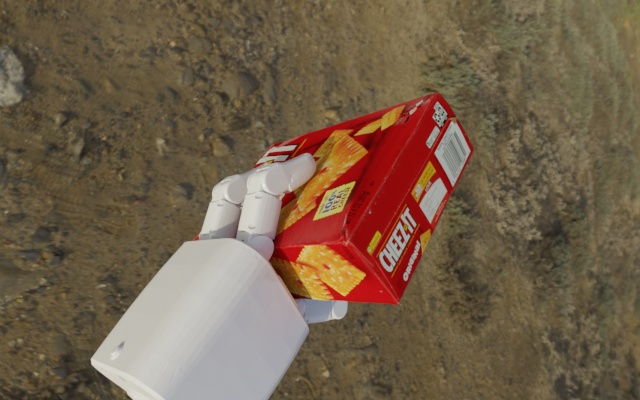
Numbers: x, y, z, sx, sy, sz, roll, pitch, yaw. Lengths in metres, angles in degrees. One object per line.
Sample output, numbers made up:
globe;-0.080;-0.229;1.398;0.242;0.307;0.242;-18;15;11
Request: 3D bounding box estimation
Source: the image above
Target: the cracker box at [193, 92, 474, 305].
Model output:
cracker box;0.000;0.001;0.412;0.214;0.072;0.164;-9;38;47
